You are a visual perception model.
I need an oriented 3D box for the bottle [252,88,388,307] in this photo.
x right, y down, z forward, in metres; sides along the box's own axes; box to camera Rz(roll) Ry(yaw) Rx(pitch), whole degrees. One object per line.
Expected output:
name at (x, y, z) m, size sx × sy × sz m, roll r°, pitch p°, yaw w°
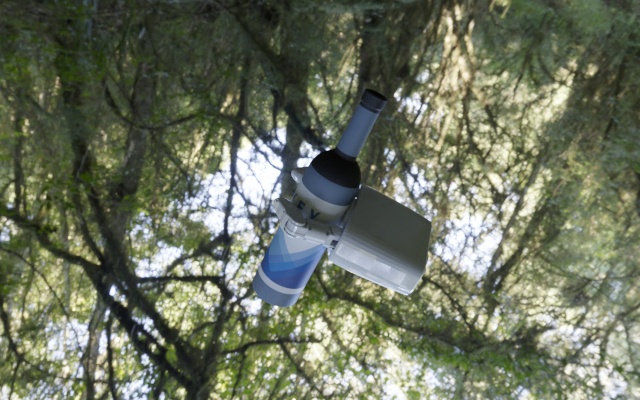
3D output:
bottle at (0.000, 0.002, 0.585) m, size 0.069 × 0.296 × 0.069 m, roll 22°, pitch 25°, yaw -11°
